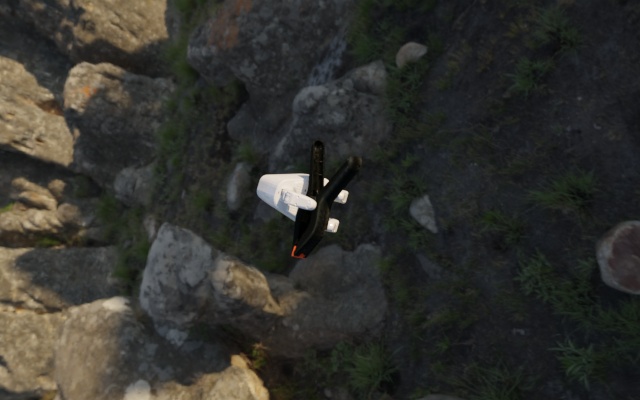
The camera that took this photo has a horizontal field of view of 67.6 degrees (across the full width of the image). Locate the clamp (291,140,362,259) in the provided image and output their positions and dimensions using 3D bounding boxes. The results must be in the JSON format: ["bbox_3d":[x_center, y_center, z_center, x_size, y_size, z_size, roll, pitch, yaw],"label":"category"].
[{"bbox_3d":[-0.001,0.003,0.809,0.036,0.210,0.164,15,3,-26],"label":"clamp"}]
